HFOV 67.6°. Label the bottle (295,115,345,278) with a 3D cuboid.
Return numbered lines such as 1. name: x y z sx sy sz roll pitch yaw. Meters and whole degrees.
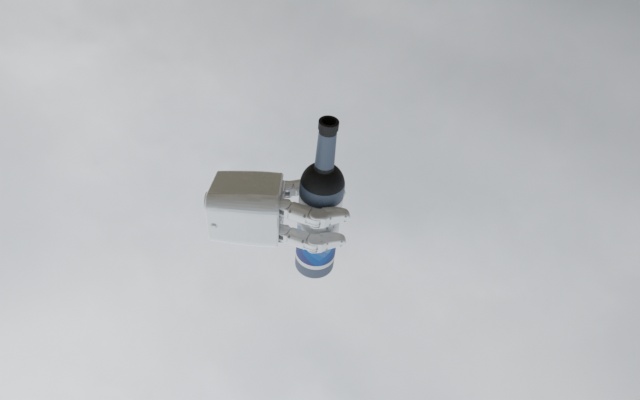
1. bottle: 0.000 0.003 0.722 0.069 0.296 0.069 3 44 -3
